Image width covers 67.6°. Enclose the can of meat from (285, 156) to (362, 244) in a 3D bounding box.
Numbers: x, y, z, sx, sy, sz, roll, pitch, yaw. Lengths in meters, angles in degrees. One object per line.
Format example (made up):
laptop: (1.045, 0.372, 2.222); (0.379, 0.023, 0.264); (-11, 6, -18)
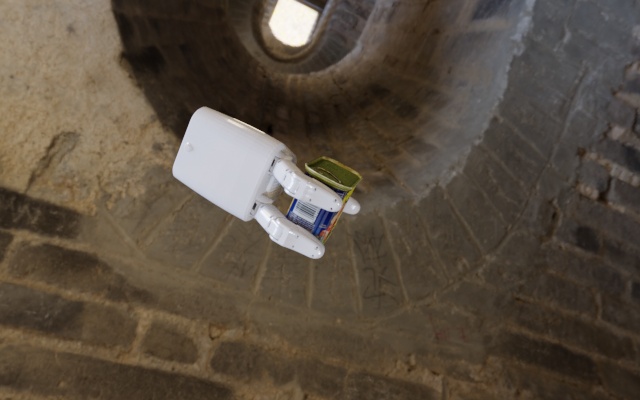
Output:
can of meat: (0.000, 0.002, 0.552); (0.057, 0.084, 0.102); (28, 16, 6)
